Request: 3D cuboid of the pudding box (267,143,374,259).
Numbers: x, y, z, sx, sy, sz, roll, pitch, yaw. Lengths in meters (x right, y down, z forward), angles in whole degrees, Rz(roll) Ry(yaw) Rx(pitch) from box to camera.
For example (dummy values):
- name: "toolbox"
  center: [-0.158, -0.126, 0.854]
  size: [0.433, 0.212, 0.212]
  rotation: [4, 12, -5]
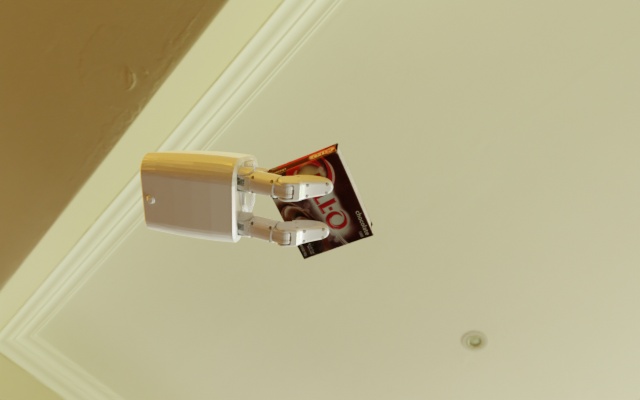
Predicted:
- name: "pudding box"
  center: [0.000, 0.002, 0.551]
  size: [0.090, 0.113, 0.039]
  rotation: [-20, 22, 15]
